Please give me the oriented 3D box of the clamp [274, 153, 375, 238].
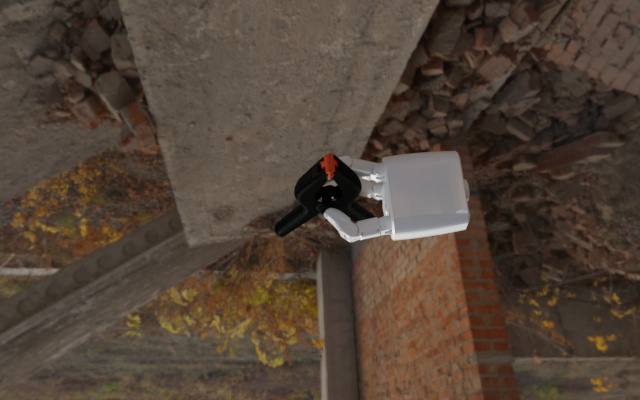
[{"bbox_3d":[0.000,0.003,0.700,0.164,0.036,0.210,-9,-28,2],"label":"clamp"}]
